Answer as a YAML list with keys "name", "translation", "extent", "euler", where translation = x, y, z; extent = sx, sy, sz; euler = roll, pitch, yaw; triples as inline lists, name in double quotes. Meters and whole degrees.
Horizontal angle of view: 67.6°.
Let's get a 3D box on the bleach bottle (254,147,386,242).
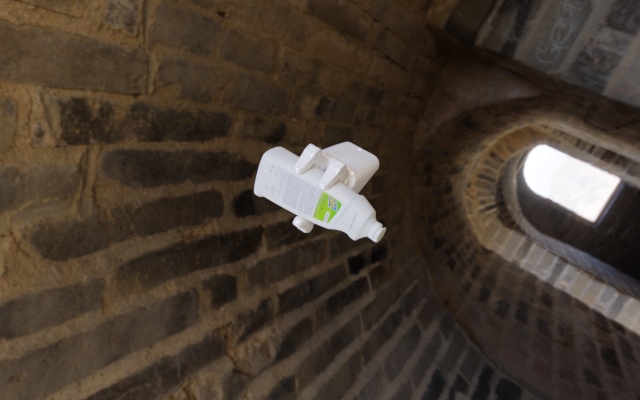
- name: "bleach bottle"
  translation: [0.000, 0.003, 0.845]
  extent: [0.250, 0.103, 0.068]
  euler: [32, 35, 21]
